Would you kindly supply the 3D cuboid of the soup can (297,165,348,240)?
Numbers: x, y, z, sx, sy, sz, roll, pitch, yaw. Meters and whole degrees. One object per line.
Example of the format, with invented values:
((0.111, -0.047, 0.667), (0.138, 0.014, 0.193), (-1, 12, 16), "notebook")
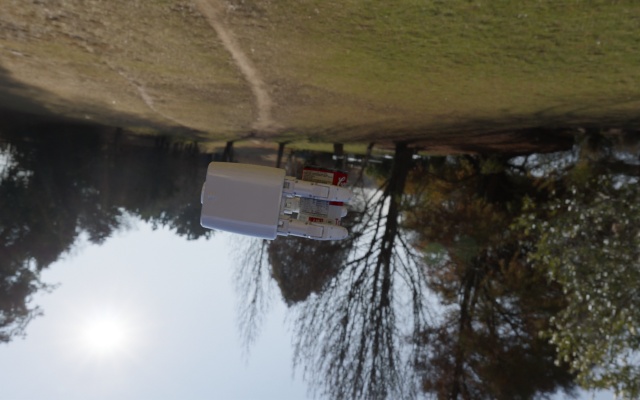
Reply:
((0.001, 0.003, 0.708), (0.068, 0.102, 0.068), (9, 2, 0), "soup can")
